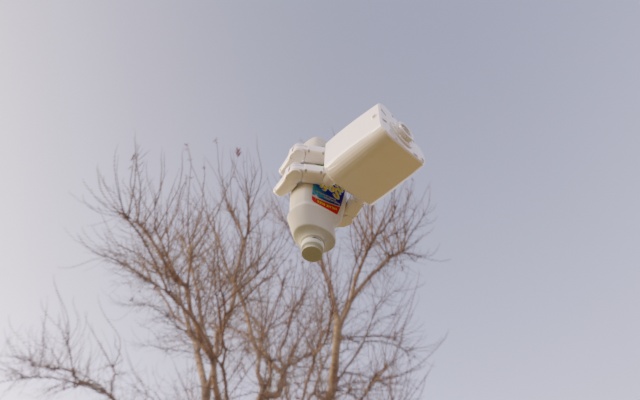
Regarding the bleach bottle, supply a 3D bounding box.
[{"bbox_3d":[0.000,0.002,0.731,0.068,0.102,0.250,-38,26,26],"label":"bleach bottle"}]
